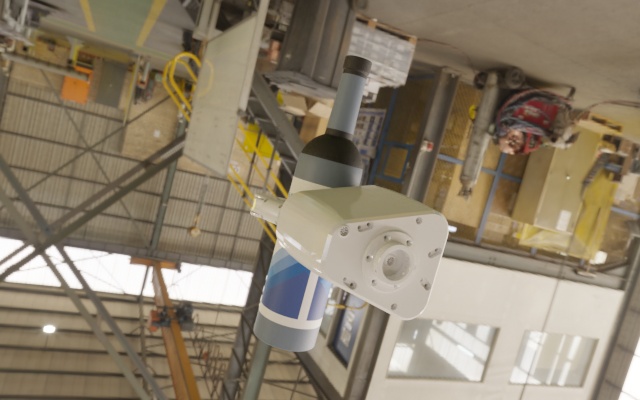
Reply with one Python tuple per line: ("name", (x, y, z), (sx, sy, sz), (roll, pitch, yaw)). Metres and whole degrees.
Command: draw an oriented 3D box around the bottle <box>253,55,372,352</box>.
("bottle", (0.000, 0.002, 0.487), (0.069, 0.296, 0.069), (15, 5, -1))
